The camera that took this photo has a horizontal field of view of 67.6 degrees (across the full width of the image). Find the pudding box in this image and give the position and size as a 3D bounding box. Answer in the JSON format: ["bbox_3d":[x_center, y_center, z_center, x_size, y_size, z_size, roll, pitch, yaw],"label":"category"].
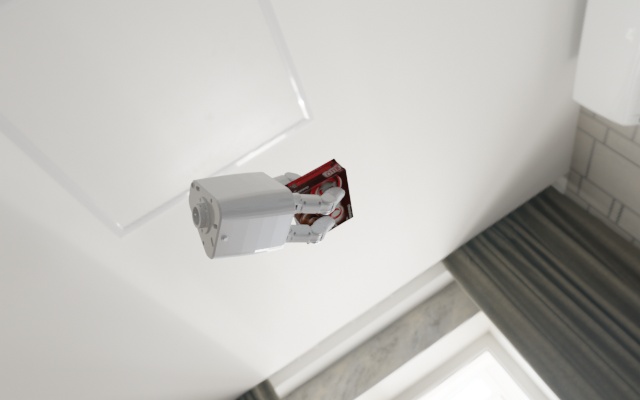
[{"bbox_3d":[0.000,0.002,0.728,0.090,0.114,0.039,-29,52,-14],"label":"pudding box"}]
